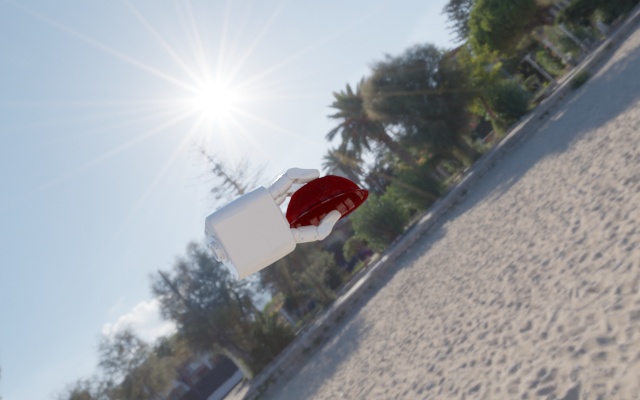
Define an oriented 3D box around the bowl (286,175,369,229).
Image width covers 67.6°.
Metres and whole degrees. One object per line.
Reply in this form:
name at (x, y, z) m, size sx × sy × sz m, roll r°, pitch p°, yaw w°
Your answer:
bowl at (0.001, 0.002, 0.824) m, size 0.162 × 0.055 × 0.162 m, roll -25°, pitch -16°, yaw -8°
